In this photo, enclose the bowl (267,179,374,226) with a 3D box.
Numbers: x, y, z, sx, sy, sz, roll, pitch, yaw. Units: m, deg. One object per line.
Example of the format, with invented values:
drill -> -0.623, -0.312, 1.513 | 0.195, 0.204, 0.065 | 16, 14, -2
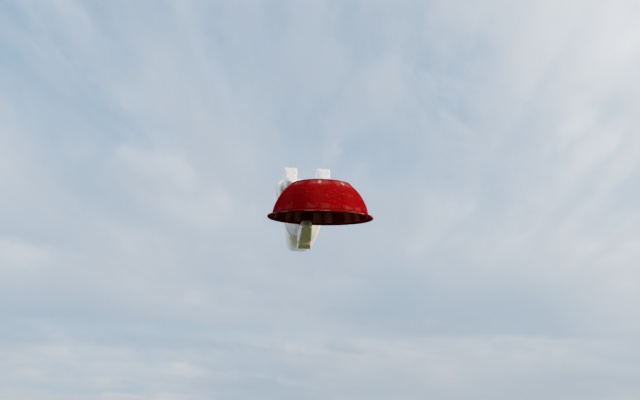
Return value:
bowl -> 0.001, 0.002, 0.729 | 0.162, 0.055, 0.162 | 1, -9, 0
